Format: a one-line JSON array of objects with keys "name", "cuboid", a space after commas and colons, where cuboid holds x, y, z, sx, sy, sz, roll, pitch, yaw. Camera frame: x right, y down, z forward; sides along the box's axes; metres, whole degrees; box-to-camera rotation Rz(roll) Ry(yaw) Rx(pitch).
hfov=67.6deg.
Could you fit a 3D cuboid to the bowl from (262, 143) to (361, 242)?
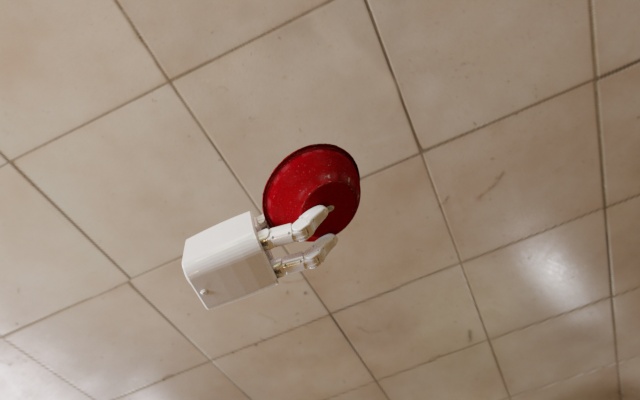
[{"name": "bowl", "cuboid": [0.001, 0.002, 0.689, 0.162, 0.162, 0.055, 0, 27, -30]}]
